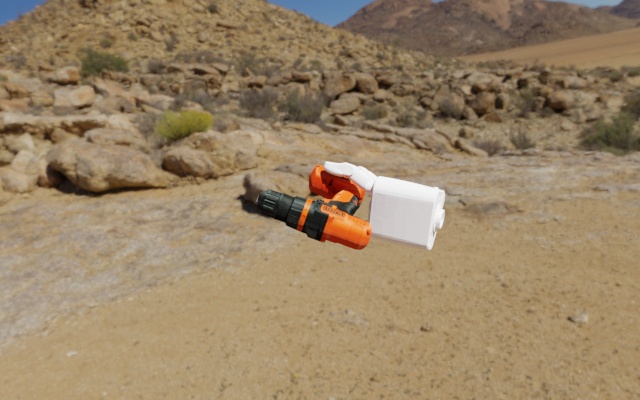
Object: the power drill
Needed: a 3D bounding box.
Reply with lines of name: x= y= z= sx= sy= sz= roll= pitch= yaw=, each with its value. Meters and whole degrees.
power drill: x=0.000 y=0.002 z=0.797 sx=0.184 sy=0.057 sz=0.187 roll=21 pitch=26 yaw=1
